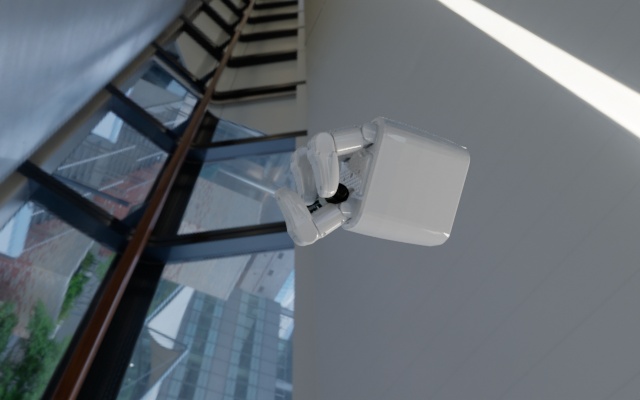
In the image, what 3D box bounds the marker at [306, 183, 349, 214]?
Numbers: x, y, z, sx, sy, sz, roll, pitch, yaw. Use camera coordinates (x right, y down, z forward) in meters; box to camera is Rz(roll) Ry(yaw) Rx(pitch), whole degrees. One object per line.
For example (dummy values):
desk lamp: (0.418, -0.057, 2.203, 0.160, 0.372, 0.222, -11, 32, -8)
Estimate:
marker: (0.000, 0.002, 0.501, 0.020, 0.020, 0.121, 0, -10, -20)
